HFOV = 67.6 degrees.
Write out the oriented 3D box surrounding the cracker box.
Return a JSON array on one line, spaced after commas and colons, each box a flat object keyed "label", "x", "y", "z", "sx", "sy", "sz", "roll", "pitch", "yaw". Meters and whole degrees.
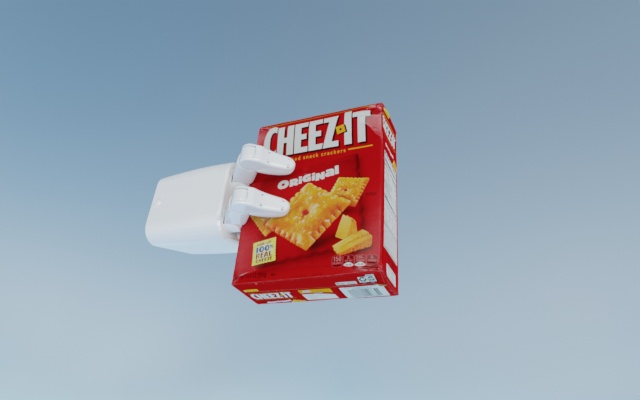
[{"label": "cracker box", "x": 0.000, "y": 0.002, "z": 0.539, "sx": 0.164, "sy": 0.213, "sz": 0.072, "roll": -8, "pitch": -33, "yaw": 20}]
